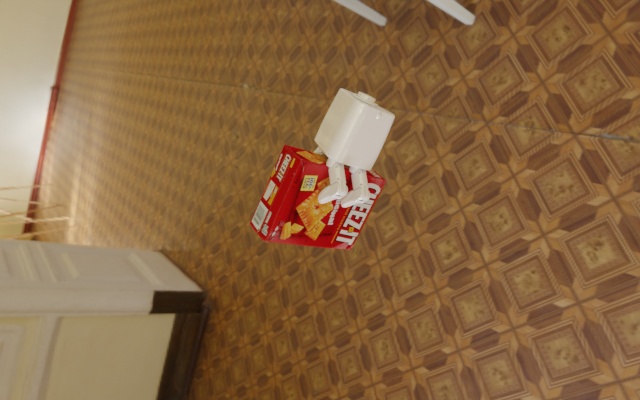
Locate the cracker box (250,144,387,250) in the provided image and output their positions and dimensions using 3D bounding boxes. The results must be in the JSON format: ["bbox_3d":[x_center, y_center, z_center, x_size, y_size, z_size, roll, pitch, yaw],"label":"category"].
[{"bbox_3d":[0.000,0.003,0.878,0.214,0.164,0.072,11,23,-40],"label":"cracker box"}]
